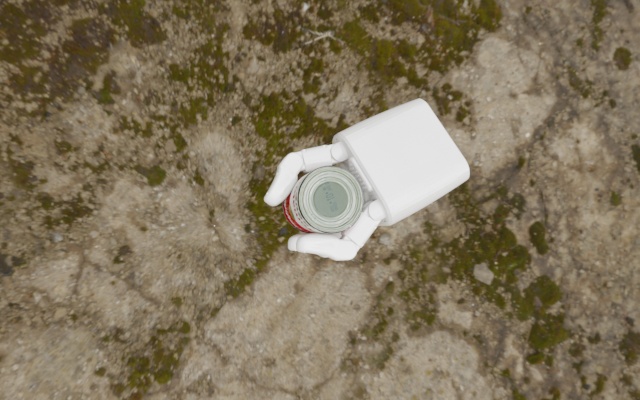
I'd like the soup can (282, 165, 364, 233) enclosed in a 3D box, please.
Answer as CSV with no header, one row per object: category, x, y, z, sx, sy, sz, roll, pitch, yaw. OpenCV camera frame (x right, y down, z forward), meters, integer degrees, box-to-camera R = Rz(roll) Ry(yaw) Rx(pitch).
soup can,0.000,0.002,0.506,0.068,0.068,0.102,0,-3,-13
